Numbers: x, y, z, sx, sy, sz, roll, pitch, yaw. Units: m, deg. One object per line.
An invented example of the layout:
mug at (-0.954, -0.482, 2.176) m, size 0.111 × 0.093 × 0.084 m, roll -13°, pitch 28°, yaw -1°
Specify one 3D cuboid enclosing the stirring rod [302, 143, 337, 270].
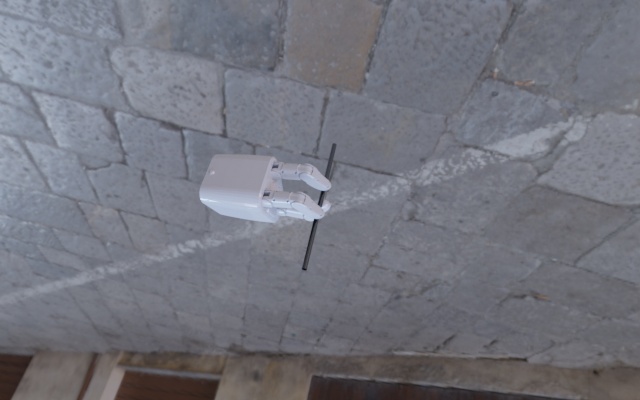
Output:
stirring rod at (0.000, 0.002, 0.774) m, size 0.011 × 0.239 × 0.011 m, roll 10°, pitch -31°, yaw 6°
